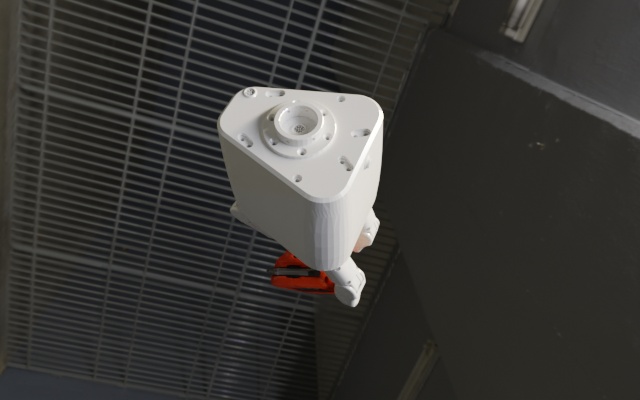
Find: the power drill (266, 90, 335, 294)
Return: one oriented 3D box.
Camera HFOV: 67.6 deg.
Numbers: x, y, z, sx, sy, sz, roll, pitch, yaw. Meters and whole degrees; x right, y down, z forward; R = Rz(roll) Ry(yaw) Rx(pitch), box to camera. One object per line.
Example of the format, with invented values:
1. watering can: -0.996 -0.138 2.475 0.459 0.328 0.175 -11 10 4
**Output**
1. power drill: 0.000 0.002 0.502 0.057 0.187 0.184 -3 -14 20
